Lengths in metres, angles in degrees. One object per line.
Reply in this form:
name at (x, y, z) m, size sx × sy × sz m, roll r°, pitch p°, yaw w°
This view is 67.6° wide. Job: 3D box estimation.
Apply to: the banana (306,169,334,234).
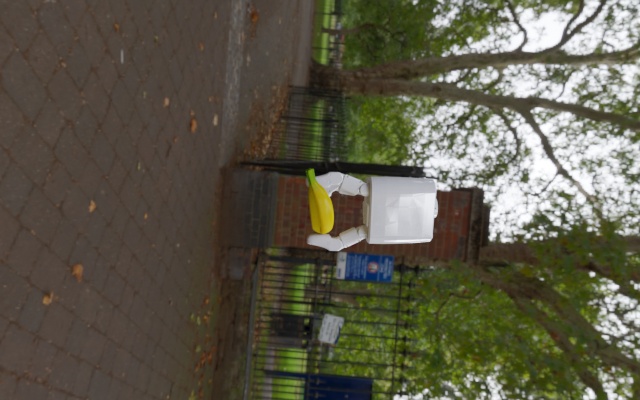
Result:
banana at (0.002, 0.019, 0.767) m, size 0.037 × 0.069 × 0.198 m, roll -5°, pitch -22°, yaw 0°
